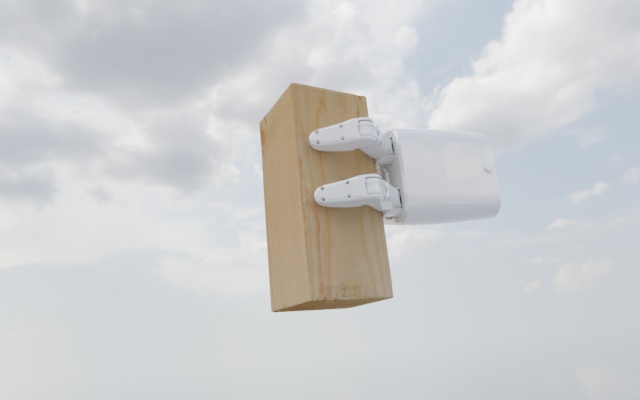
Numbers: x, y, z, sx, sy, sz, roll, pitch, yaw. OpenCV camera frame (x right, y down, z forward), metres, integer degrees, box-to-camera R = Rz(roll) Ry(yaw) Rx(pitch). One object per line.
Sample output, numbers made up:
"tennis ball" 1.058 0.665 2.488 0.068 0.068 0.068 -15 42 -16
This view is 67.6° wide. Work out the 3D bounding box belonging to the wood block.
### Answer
"wood block" 0.000 0.002 0.480 0.090 0.206 0.091 4 -20 -27
